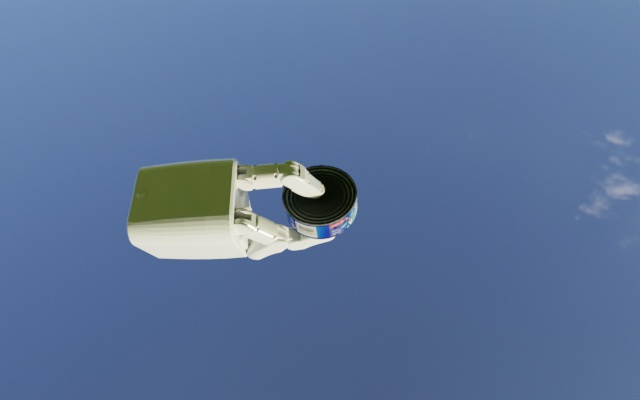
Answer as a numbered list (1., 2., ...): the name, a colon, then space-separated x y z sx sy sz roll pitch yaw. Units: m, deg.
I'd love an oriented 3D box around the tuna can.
1. tuna can: 0.000 0.002 0.553 0.086 0.086 0.034 0 -37 6
